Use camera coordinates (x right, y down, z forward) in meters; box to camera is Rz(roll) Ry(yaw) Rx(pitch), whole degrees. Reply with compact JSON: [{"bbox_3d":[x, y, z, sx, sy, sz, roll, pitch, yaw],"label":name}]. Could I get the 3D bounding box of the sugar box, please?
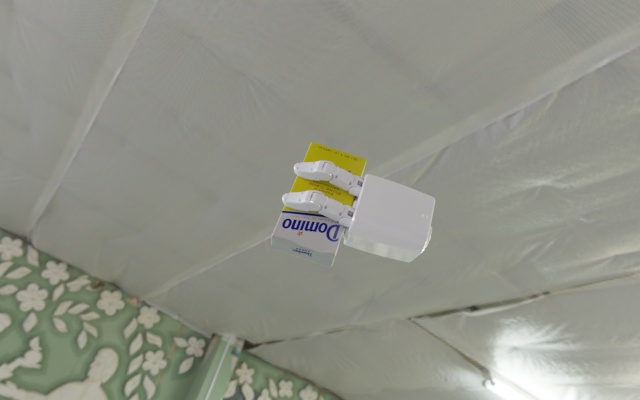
[{"bbox_3d":[0.000,0.002,0.702,0.093,0.176,0.048,17,-34,4],"label":"sugar box"}]
